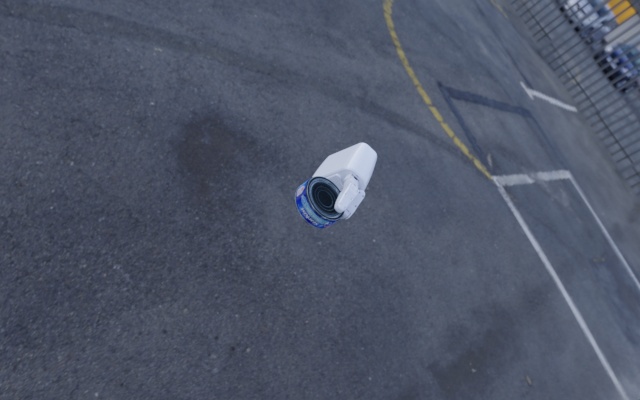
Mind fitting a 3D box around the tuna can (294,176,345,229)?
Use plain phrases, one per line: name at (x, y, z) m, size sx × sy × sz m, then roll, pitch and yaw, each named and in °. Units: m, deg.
tuna can at (0.000, 0.002, 0.802) m, size 0.086 × 0.086 × 0.034 m, roll 0°, pitch -26°, yaw -43°
